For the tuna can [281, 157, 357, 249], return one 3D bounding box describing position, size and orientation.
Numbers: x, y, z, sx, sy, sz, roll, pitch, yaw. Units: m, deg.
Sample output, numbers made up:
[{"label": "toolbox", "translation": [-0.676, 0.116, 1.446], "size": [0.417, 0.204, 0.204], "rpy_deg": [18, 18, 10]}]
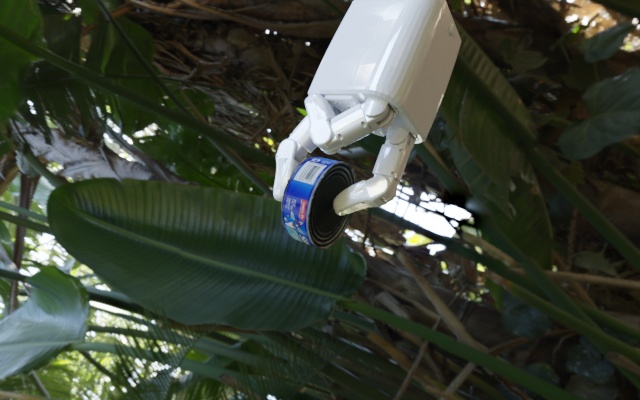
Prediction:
[{"label": "tuna can", "translation": [0.000, 0.001, 0.461], "size": [0.033, 0.086, 0.086], "rpy_deg": [16, 8, 30]}]
